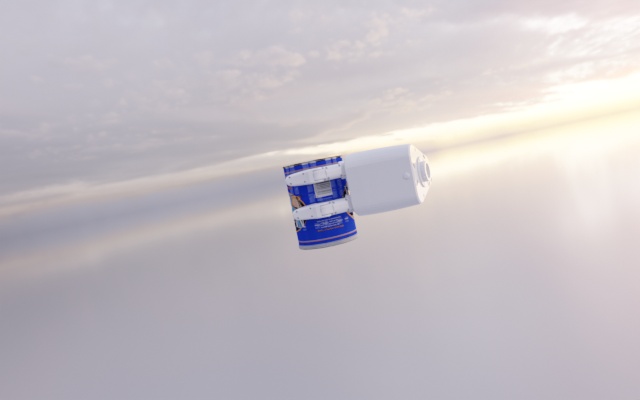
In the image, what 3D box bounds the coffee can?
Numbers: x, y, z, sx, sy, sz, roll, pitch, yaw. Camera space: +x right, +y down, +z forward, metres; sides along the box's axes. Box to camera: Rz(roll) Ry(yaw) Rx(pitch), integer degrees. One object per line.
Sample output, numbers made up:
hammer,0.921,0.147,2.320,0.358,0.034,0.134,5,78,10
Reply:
coffee can,0.000,0.003,0.803,0.103,0.140,0.103,-12,3,1
